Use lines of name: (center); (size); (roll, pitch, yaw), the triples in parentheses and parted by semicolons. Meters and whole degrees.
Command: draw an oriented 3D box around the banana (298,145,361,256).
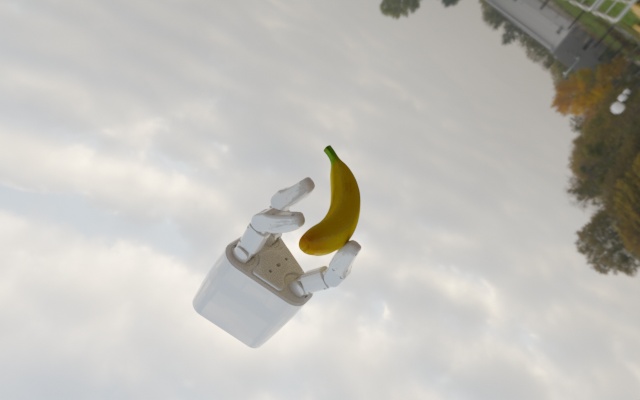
banana: (0.016, 0.010, 0.549); (0.069, 0.037, 0.197); (34, 32, -15)
